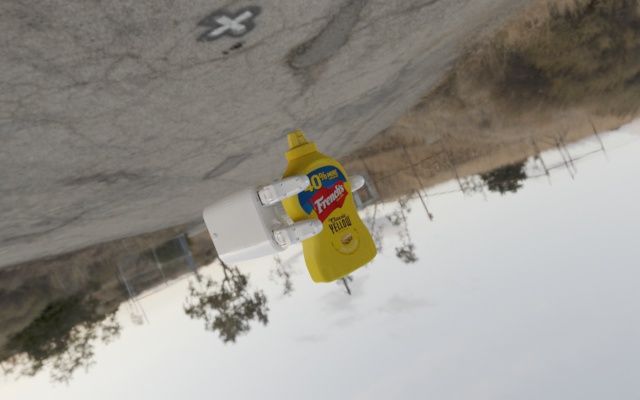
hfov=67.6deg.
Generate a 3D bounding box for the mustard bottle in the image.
[{"bbox_3d":[0.000,0.002,0.615,0.096,0.191,0.058,-23,4,-31],"label":"mustard bottle"}]
